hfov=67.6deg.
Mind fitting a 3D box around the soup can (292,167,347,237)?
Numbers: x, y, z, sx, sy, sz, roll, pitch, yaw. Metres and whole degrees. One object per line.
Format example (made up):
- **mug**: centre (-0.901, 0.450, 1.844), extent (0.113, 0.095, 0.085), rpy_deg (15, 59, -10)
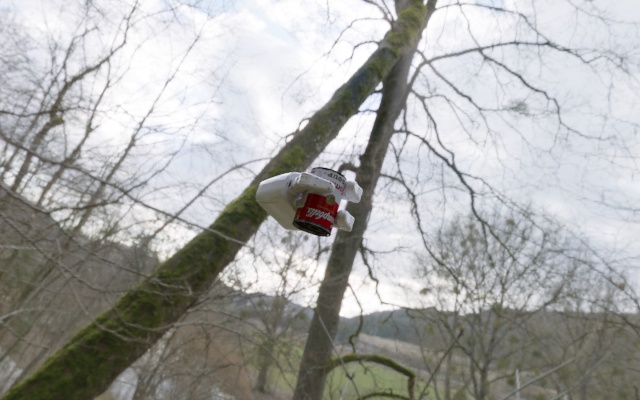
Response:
- **soup can**: centre (0.000, 0.002, 0.810), extent (0.068, 0.102, 0.068), rpy_deg (17, -18, 6)
